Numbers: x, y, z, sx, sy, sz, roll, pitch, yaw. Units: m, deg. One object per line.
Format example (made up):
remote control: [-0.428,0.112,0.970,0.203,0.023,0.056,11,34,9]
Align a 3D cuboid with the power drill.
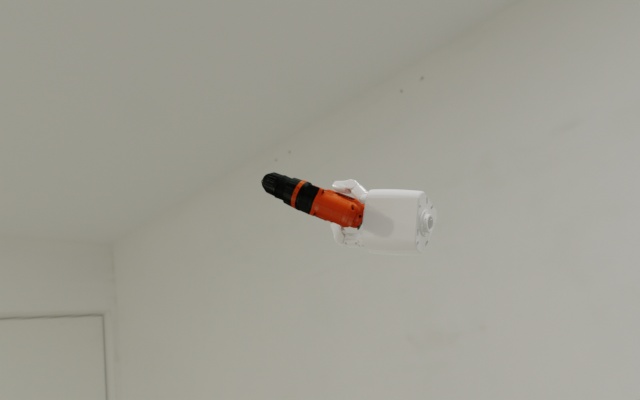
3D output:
power drill: [0.001,0.003,0.888,0.184,0.057,0.187,24,4,20]
